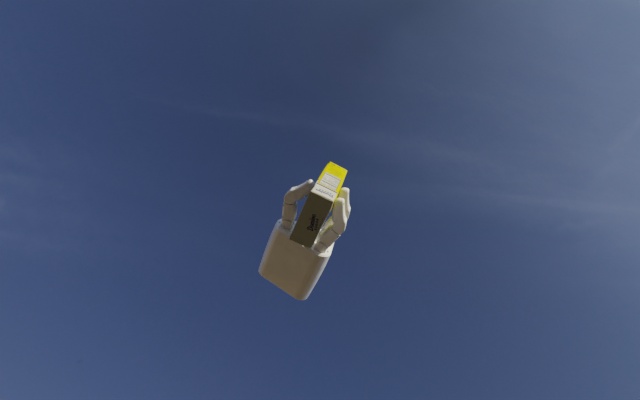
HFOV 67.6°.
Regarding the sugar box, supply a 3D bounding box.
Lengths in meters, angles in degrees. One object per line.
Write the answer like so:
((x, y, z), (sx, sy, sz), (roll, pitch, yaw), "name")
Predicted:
((0.001, 0.003, 0.814), (0.048, 0.093, 0.176), (24, 23, -1), "sugar box")
